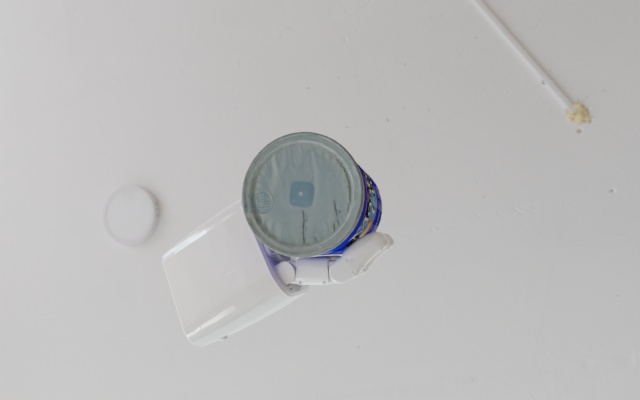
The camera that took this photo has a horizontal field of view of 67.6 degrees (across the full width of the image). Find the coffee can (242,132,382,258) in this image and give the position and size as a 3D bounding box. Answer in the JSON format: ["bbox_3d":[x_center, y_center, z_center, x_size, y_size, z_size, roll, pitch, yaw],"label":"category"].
[{"bbox_3d":[0.000,0.001,0.451,0.103,0.103,0.140,0,-6,14],"label":"coffee can"}]
